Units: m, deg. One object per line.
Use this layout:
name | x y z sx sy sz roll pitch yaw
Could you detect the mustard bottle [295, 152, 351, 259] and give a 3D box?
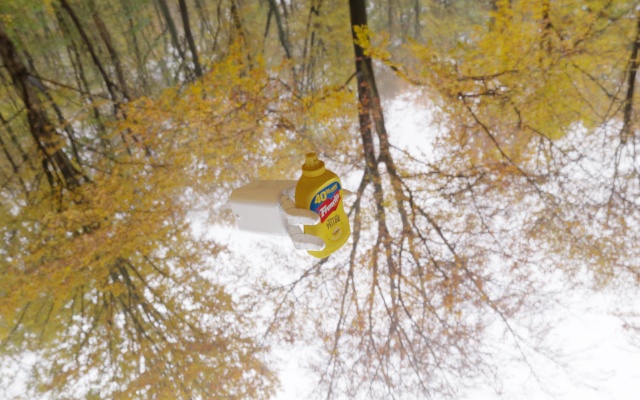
mustard bottle | 0.000 0.003 0.845 0.096 0.192 0.058 -34 37 -31
